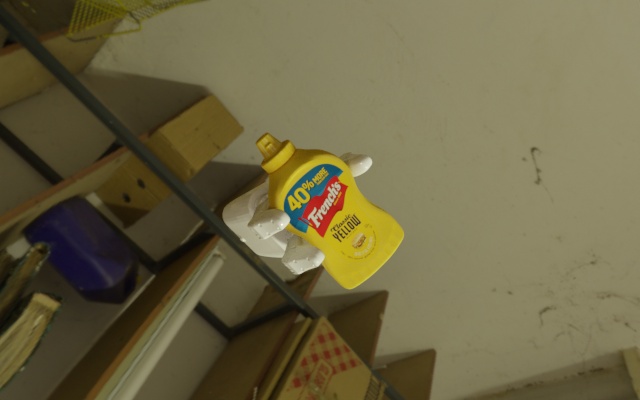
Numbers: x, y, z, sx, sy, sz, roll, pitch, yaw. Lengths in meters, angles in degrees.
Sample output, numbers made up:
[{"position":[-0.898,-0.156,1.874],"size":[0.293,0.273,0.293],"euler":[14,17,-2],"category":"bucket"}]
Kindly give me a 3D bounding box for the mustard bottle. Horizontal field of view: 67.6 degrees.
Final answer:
[{"position":[0.000,0.002,0.525],"size":[0.096,0.192,0.058],"euler":[-44,17,-3],"category":"mustard bottle"}]
